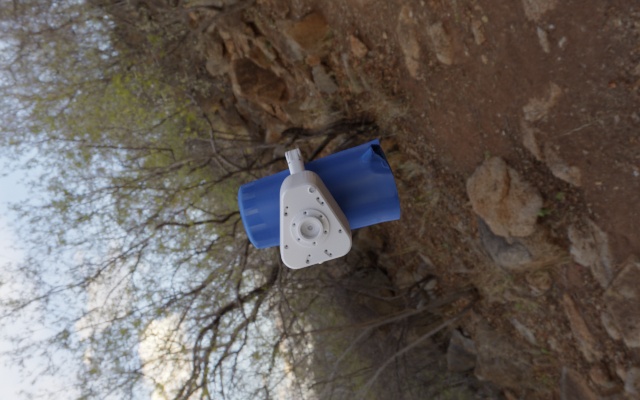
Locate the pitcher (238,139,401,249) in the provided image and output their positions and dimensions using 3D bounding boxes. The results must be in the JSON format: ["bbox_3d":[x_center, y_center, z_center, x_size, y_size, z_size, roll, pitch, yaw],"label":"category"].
[{"bbox_3d":[0.000,0.003,0.775,0.243,0.149,0.145,-16,10,1],"label":"pitcher"}]
